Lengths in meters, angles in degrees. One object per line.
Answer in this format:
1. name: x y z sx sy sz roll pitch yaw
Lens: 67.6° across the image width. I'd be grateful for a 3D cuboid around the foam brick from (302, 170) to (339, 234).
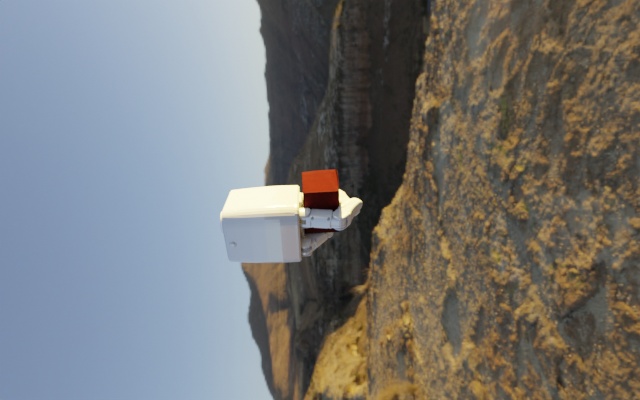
1. foam brick: 0.000 0.002 0.687 0.051 0.078 0.053 -2 38 -1
